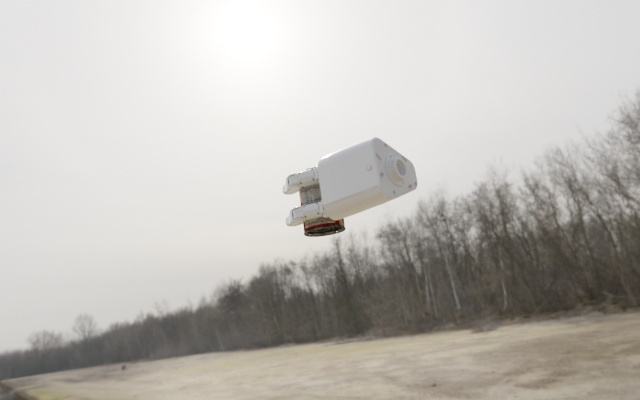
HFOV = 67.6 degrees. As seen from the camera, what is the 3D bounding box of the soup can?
[{"bbox_3d":[0.000,0.002,0.781,0.068,0.102,0.068,-8,-15,-2],"label":"soup can"}]
